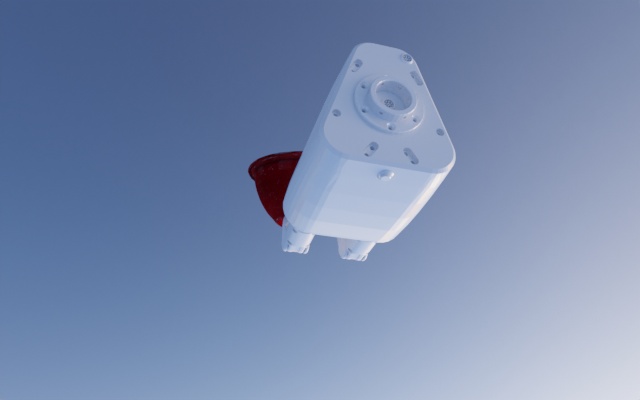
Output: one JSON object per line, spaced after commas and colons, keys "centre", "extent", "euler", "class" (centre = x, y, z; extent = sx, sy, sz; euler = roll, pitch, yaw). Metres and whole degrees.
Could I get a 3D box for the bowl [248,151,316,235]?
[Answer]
{"centre": [0.000, 0.002, 0.512], "extent": [0.162, 0.055, 0.162], "euler": [5, -15, 1], "class": "bowl"}
